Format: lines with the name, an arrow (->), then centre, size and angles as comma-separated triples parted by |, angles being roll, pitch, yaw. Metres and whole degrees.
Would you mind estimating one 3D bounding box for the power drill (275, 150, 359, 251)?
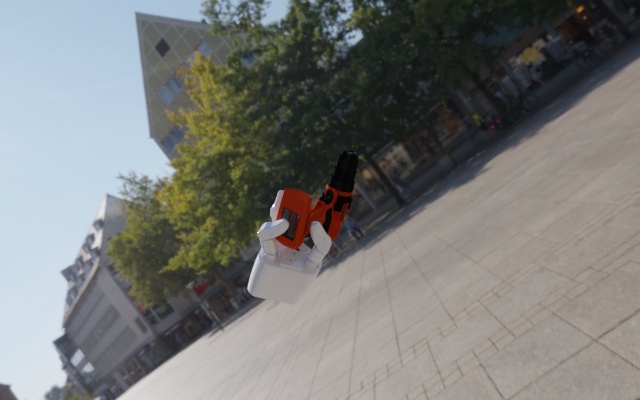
power drill -> 0.000, 0.003, 0.865 | 0.057, 0.184, 0.187 | 24, 21, 26
